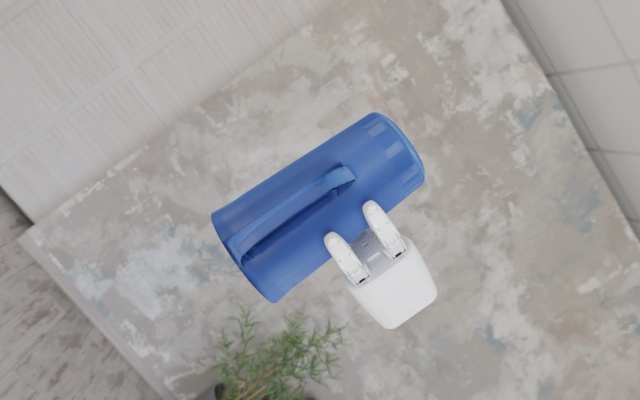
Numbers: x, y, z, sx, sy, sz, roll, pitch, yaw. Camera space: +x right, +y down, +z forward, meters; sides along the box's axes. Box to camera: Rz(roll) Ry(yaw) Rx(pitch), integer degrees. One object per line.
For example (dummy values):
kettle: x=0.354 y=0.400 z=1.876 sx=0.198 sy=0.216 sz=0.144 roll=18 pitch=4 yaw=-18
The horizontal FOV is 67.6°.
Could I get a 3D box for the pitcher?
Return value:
pitcher: x=0.000 y=0.002 z=0.568 sx=0.243 sy=0.145 sz=0.149 roll=-36 pitch=35 yaw=-1
